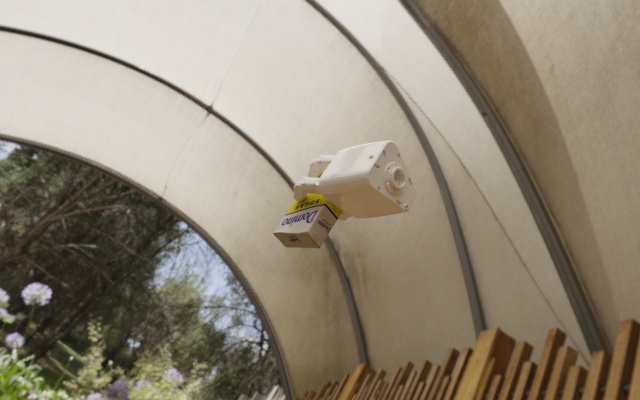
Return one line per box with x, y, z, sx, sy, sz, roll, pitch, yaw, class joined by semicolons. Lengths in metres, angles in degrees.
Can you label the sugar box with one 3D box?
0.000;0.002;0.830;0.093;0.048;0.176;-5;41;48;sugar box
